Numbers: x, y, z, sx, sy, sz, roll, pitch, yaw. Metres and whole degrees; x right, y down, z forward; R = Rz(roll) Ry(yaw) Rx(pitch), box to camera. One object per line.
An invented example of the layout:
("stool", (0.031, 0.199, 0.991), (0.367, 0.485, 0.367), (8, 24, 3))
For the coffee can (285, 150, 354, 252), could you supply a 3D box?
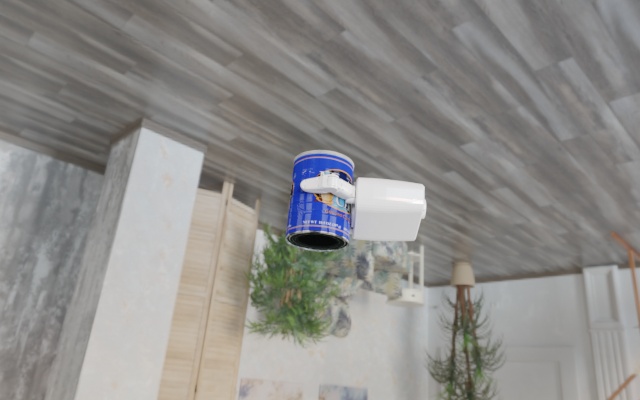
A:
("coffee can", (0.000, 0.002, 0.781), (0.103, 0.140, 0.103), (4, -22, 2))
